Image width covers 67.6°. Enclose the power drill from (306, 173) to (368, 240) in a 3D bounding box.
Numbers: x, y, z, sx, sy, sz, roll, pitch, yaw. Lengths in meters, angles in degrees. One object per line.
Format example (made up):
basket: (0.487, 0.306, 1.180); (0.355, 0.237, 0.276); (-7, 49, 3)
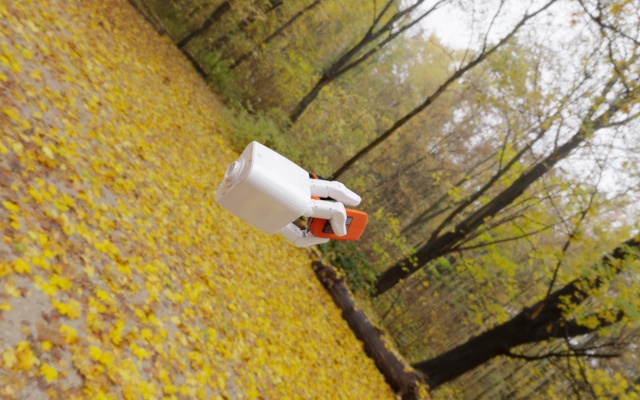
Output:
power drill: (0.000, 0.003, 0.852); (0.184, 0.057, 0.187); (7, 21, -36)
